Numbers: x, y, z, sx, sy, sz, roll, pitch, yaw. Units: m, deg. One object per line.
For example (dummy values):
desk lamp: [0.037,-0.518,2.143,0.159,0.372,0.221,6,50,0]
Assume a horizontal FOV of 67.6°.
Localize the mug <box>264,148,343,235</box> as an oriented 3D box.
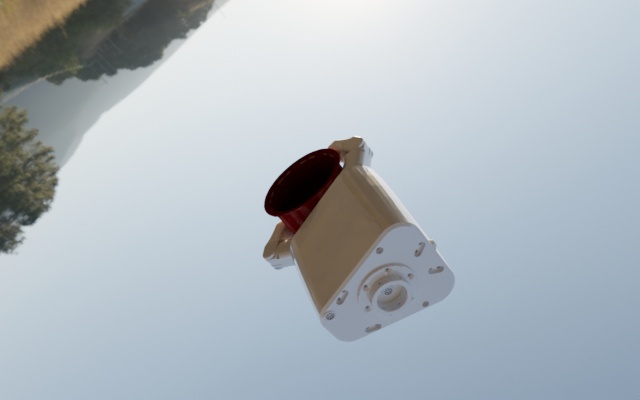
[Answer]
mug: [0.000,0.001,0.505,0.093,0.081,0.117,-37,29,6]
